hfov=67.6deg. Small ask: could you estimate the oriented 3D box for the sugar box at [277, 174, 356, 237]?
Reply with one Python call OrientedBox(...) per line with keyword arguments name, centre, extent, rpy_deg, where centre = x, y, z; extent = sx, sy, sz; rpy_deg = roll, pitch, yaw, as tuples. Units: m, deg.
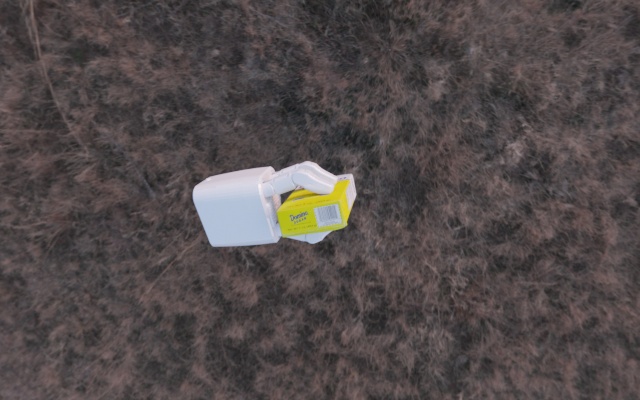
OrientedBox(name="sugar box", centre=(0.000, 0.002, 0.726), extent=(0.093, 0.048, 0.176), rpy_deg=(-9, 16, 11))
